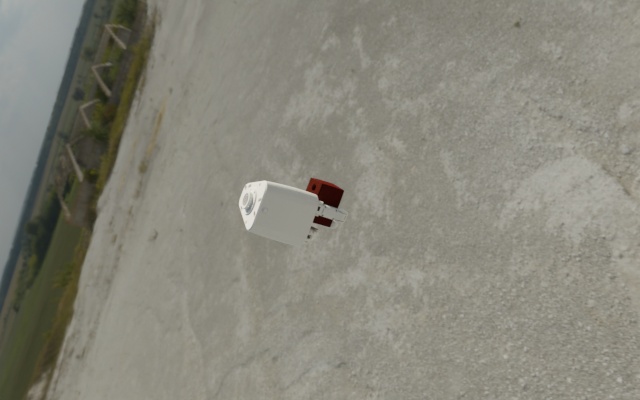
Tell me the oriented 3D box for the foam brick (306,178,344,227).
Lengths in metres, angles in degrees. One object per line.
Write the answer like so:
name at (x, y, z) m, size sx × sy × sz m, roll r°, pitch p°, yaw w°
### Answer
foam brick at (0.000, 0.003, 0.899) m, size 0.051 × 0.078 × 0.053 m, roll 18°, pitch 7°, yaw -29°
